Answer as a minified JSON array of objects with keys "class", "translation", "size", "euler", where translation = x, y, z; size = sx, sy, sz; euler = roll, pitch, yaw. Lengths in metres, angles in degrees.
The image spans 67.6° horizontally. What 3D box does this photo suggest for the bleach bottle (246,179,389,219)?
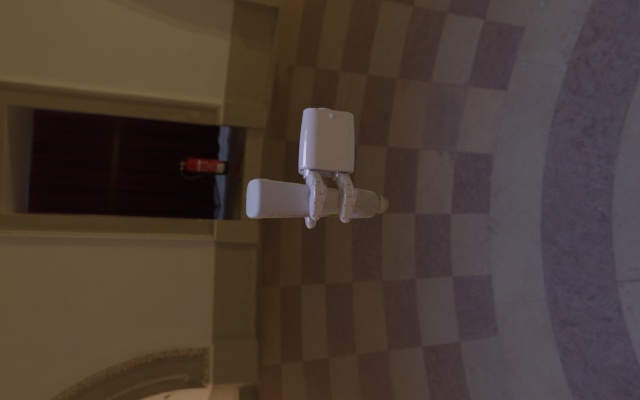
[{"class":"bleach bottle","translation":[0.000,0.003,0.858],"size":[0.251,0.068,0.102],"euler":[3,-4,-20]}]
